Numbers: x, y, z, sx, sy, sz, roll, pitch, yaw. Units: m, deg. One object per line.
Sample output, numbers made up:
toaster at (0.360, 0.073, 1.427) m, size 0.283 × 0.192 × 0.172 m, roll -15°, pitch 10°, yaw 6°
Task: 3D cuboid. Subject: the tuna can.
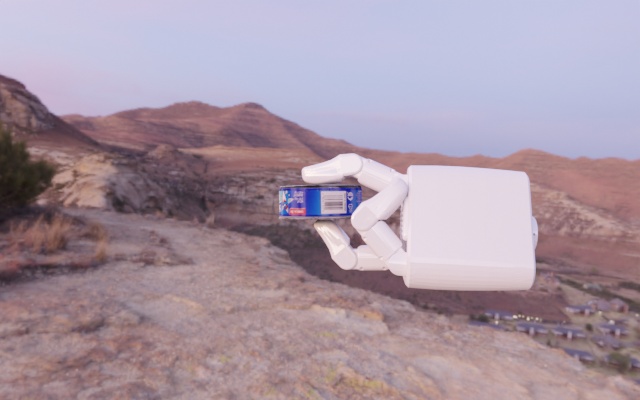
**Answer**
tuna can at (0.000, 0.001, 0.488) m, size 0.086 × 0.034 × 0.086 m, roll -1°, pitch 0°, yaw 0°
